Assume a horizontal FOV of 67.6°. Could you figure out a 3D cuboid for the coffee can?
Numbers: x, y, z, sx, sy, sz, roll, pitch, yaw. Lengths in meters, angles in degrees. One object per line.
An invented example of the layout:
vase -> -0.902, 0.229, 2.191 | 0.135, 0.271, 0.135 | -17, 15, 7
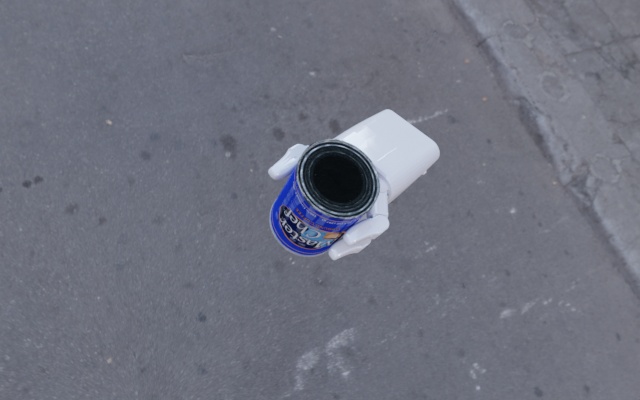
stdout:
coffee can -> 0.000, 0.002, 0.606 | 0.103, 0.102, 0.140 | 0, -24, -20
